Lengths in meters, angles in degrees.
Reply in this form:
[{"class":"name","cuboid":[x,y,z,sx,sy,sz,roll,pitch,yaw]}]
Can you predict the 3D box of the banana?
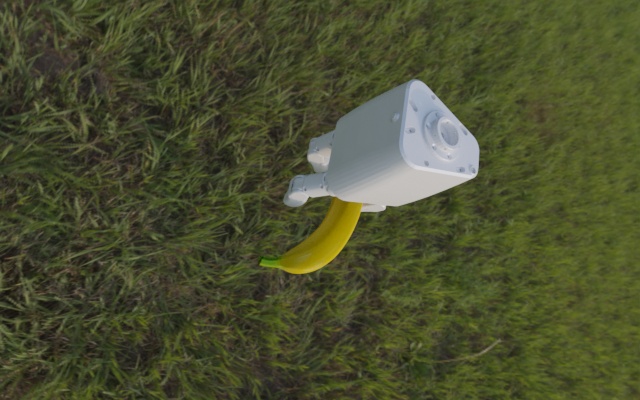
[{"class":"banana","cuboid":[0.012,0.017,0.560,0.069,0.197,0.037,43,-31,-11]}]
